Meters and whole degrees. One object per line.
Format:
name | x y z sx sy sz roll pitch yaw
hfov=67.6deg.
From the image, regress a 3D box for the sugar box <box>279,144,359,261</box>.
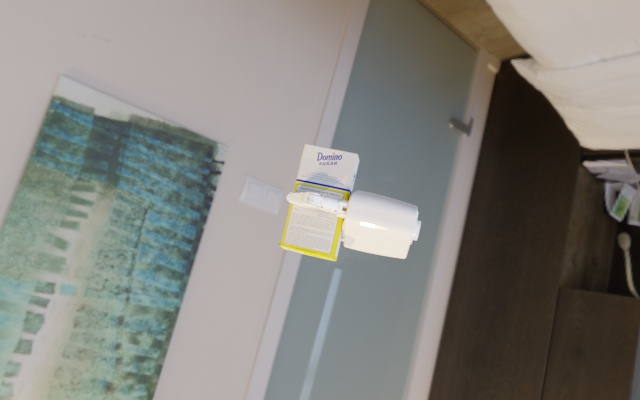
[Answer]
sugar box | 0.000 0.003 0.784 0.093 0.176 0.048 13 -11 10
